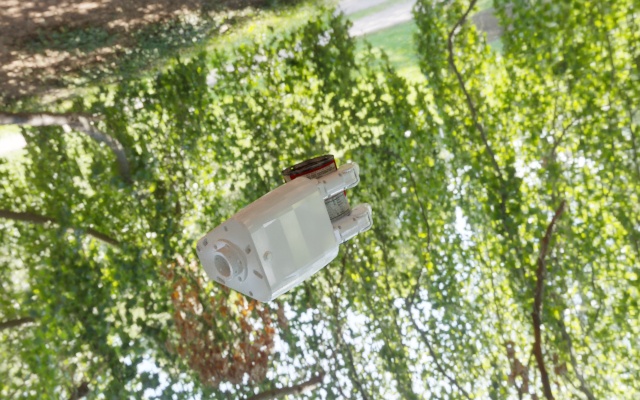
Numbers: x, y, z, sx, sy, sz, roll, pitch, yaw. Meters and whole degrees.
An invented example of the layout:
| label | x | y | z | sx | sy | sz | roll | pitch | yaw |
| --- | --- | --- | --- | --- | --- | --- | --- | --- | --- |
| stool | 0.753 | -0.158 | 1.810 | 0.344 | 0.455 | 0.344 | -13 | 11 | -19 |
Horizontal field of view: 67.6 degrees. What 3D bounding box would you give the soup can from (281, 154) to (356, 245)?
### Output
| label | x | y | z | sx | sy | sz | roll | pitch | yaw |
| --- | --- | --- | --- | --- | --- | --- | --- | --- | --- |
| soup can | 0.000 | 0.002 | 0.588 | 0.068 | 0.102 | 0.068 | -18 | 12 | 4 |
